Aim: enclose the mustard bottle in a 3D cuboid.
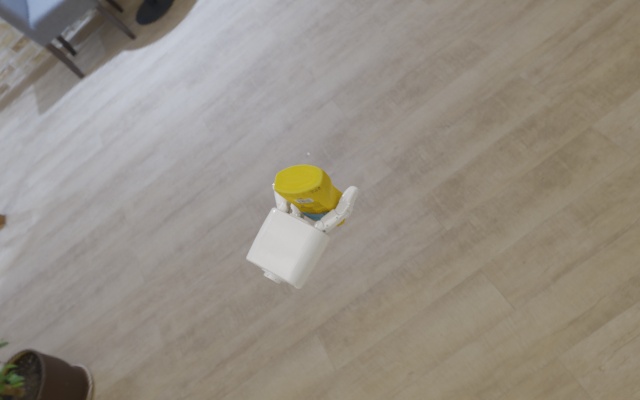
[{"bbox_3d":[0.000,0.002,0.883,0.096,0.058,0.192,-6,-27,26],"label":"mustard bottle"}]
